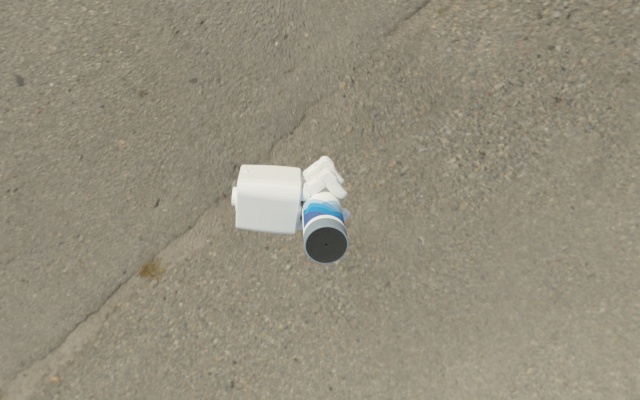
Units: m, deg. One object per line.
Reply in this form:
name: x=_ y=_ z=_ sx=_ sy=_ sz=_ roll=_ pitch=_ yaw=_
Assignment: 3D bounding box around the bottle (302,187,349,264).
bottle: x=0.000 y=0.003 z=0.836 sx=0.069 sy=0.069 sz=0.295 roll=0 pitch=26 yaw=-4
